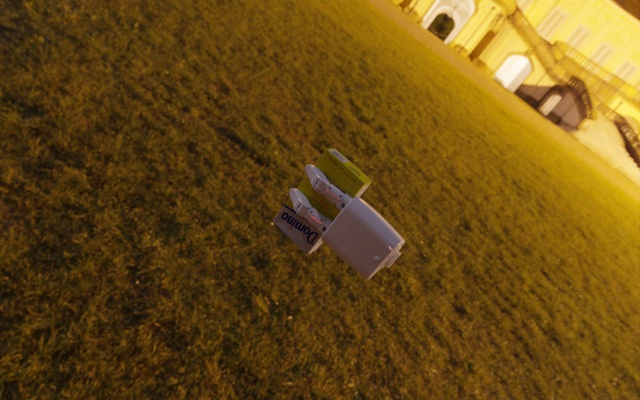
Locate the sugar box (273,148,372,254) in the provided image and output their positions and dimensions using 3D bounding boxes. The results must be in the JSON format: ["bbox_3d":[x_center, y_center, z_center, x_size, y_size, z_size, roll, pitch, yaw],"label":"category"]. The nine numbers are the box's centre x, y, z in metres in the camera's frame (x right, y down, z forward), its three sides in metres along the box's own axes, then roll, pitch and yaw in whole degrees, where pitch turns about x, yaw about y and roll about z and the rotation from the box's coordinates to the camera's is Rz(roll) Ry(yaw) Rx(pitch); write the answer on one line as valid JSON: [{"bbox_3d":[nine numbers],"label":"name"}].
[{"bbox_3d":[0.000,0.003,0.846,0.093,0.176,0.048,43,22,13],"label":"sugar box"}]
